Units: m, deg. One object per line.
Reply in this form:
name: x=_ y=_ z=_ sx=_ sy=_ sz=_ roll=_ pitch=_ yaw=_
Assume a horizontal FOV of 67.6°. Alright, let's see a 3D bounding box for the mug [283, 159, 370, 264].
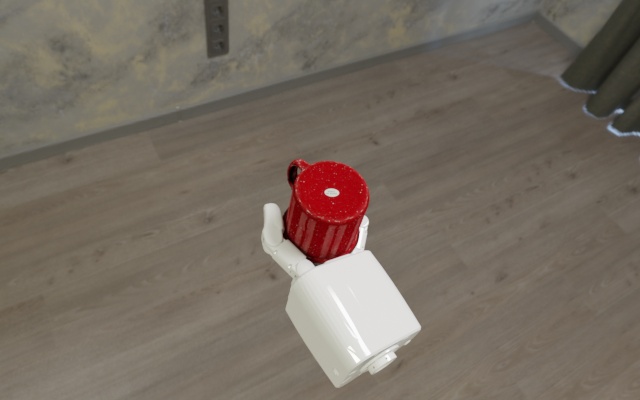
mug: x=-0.001 y=0.001 z=0.531 sx=0.093 sy=0.117 sz=0.082 roll=-24 pitch=-26 yaw=-24
